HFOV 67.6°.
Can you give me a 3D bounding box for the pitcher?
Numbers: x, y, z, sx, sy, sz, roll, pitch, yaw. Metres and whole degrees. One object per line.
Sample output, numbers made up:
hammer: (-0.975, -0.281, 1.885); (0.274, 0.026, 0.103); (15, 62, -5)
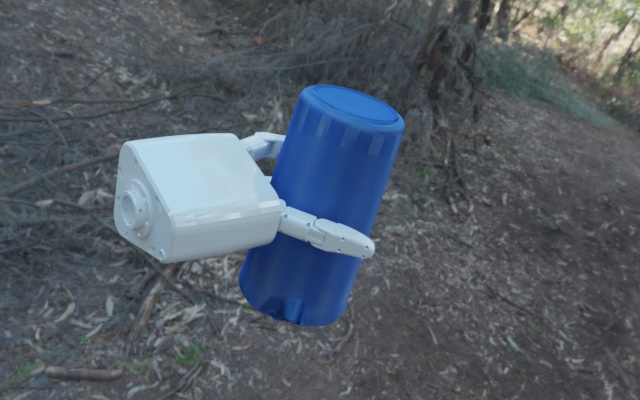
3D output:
pitcher: (0.000, 0.002, 0.526); (0.145, 0.243, 0.149); (-9, 38, -42)
